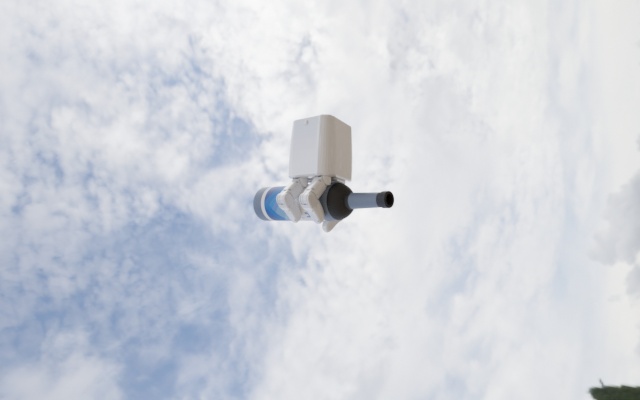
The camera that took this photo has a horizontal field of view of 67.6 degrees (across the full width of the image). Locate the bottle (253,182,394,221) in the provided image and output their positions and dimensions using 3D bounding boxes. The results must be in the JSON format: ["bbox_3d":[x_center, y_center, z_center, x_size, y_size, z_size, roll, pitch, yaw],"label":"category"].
[{"bbox_3d":[0.000,0.003,0.844,0.296,0.069,0.069,-2,-2,43],"label":"bottle"}]
